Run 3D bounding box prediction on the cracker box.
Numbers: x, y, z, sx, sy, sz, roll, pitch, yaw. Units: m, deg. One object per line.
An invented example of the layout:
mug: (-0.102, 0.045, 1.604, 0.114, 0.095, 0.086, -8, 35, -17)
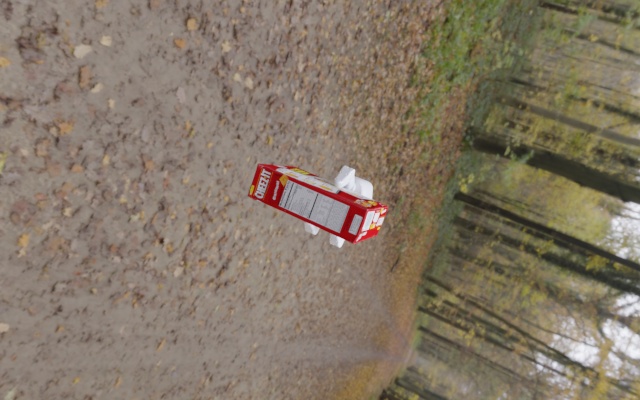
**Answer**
cracker box: (0.000, 0.003, 0.872, 0.213, 0.072, 0.164, 23, 9, 18)
